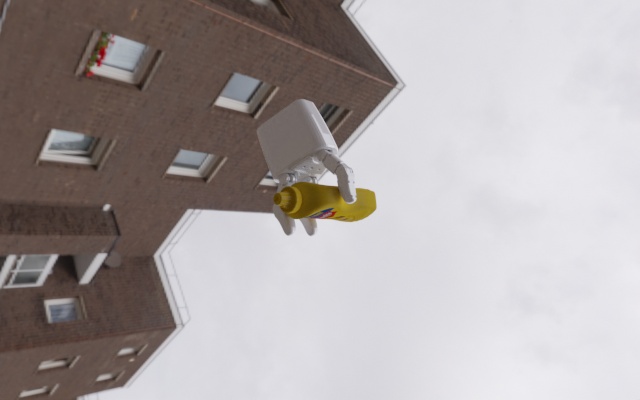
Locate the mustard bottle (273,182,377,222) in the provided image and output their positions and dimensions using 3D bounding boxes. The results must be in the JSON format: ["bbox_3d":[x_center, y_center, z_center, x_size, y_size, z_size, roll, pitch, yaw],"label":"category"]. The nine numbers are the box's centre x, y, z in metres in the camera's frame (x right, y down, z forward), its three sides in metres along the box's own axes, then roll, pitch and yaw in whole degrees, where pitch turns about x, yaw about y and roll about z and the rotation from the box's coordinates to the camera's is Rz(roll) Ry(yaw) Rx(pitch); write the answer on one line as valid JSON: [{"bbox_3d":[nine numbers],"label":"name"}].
[{"bbox_3d":[0.000,0.003,0.775,0.096,0.058,0.191,-13,-12,41],"label":"mustard bottle"}]
